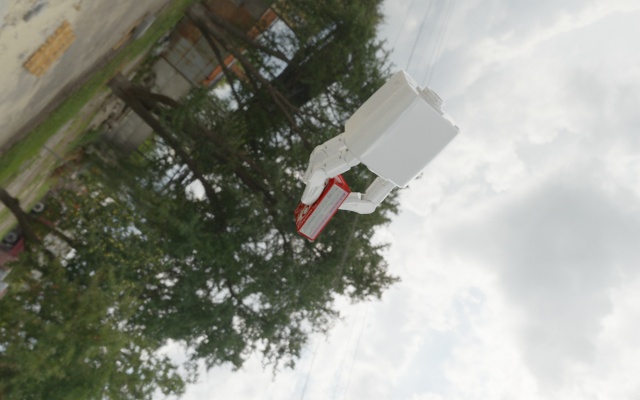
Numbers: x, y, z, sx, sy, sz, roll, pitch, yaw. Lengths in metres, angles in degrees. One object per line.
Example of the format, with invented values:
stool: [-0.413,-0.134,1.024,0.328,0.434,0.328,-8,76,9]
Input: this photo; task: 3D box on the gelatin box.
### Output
gelatin box: [0.000,0.003,0.664,0.030,0.089,0.073,32,13,-17]
